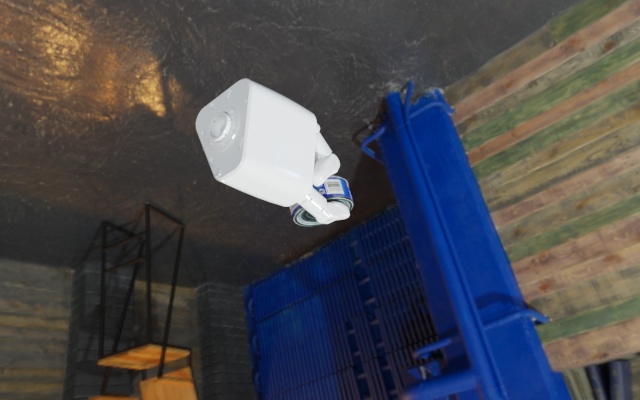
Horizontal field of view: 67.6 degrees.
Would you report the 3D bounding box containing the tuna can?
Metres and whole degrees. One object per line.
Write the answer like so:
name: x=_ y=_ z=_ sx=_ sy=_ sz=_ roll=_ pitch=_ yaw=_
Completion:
tuna can: x=0.000 y=0.003 z=0.643 sx=0.086 sy=0.033 sz=0.086 roll=-13 pitch=-24 yaw=-6
